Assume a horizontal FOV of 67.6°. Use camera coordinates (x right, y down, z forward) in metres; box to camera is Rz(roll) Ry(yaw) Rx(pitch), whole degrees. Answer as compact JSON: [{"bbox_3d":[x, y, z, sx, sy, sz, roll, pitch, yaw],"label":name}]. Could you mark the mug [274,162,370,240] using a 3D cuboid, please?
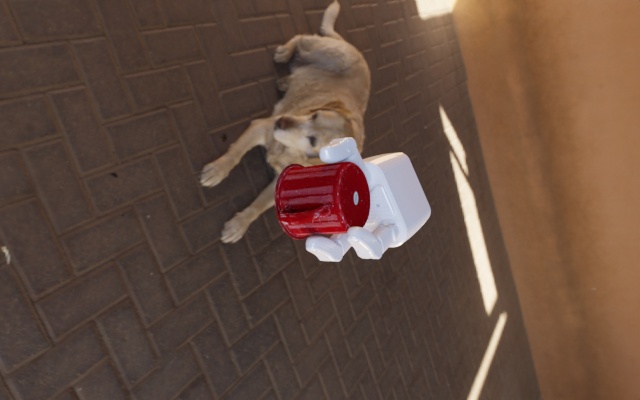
[{"bbox_3d":[0.000,0.002,0.548,0.081,0.093,0.117,-5,13,33],"label":"mug"}]
